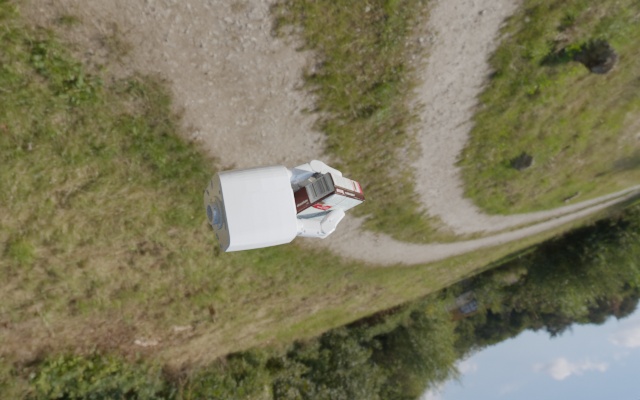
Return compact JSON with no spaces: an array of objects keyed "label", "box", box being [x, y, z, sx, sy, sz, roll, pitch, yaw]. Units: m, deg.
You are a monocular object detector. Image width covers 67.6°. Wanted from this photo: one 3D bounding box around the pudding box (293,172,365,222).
[{"label":"pudding box","box":[0.000,0.003,0.762,0.113,0.039,0.090,-28,-23,29]}]
